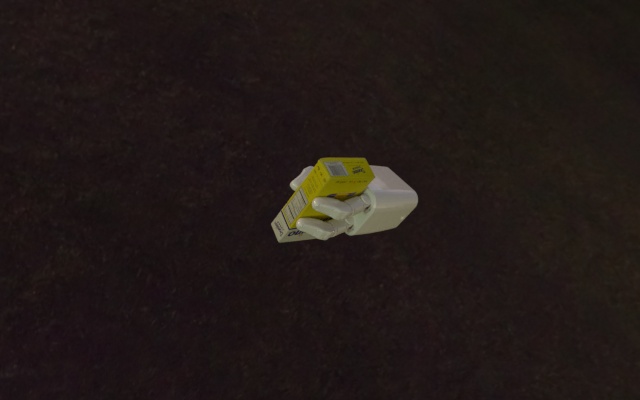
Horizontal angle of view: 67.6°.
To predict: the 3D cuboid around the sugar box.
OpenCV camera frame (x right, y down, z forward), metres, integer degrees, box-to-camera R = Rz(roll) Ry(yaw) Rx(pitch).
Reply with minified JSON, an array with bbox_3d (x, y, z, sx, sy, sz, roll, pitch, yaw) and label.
[{"bbox_3d":[0.001,0.003,0.764,0.093,0.048,0.176,-4,-36,-37],"label":"sugar box"}]
